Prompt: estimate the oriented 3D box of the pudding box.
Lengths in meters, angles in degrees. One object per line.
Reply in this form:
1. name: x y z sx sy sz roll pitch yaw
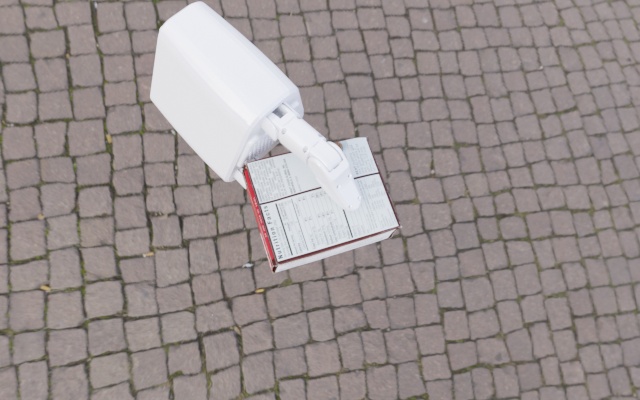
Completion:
1. pudding box: 0.000 0.001 0.402 0.113 0.090 0.039 -15 -13 -13
